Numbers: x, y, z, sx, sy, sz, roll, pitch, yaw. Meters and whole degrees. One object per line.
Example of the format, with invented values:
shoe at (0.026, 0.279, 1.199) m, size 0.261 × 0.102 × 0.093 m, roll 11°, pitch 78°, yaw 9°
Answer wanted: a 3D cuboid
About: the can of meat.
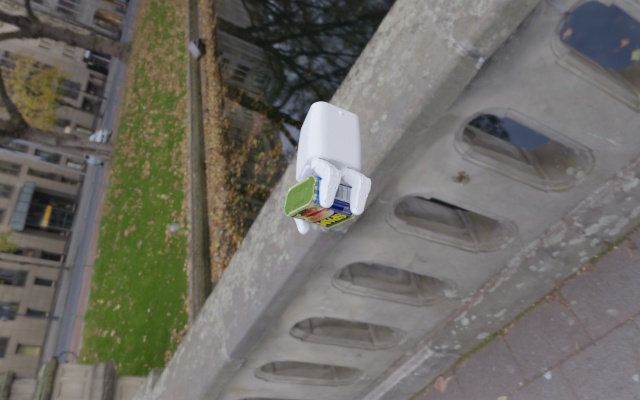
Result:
can of meat at (0.000, 0.003, 0.773) m, size 0.084 × 0.057 × 0.102 m, roll 16°, pitch -24°, yaw -28°
